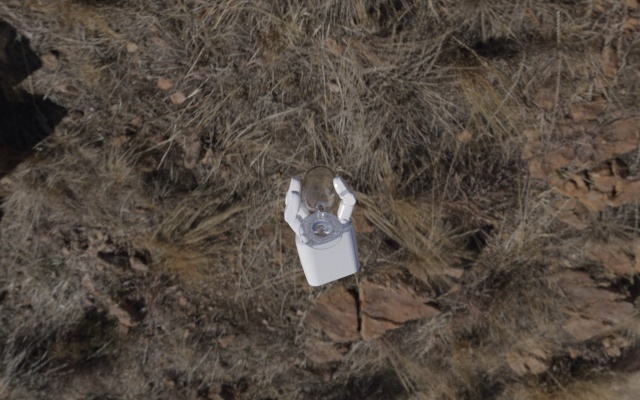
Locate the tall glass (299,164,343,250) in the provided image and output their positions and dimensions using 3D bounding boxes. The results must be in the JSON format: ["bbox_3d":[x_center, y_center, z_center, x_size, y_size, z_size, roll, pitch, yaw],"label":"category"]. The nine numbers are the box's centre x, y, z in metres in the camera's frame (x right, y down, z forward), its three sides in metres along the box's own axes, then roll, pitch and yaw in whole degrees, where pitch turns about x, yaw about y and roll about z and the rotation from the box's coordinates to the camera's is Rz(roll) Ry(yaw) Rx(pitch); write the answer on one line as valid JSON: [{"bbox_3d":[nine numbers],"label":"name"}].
[{"bbox_3d":[0.000,0.003,0.880,0.079,0.079,0.201,0,30,-1],"label":"tall glass"}]
